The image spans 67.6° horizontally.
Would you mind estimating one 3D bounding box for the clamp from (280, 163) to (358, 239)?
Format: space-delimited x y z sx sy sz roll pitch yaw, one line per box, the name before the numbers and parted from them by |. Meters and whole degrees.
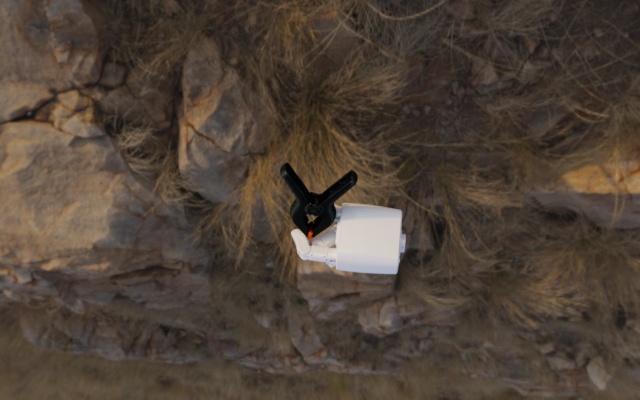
clamp | 0.000 0.003 0.794 0.120 0.039 0.172 5 -38 7
